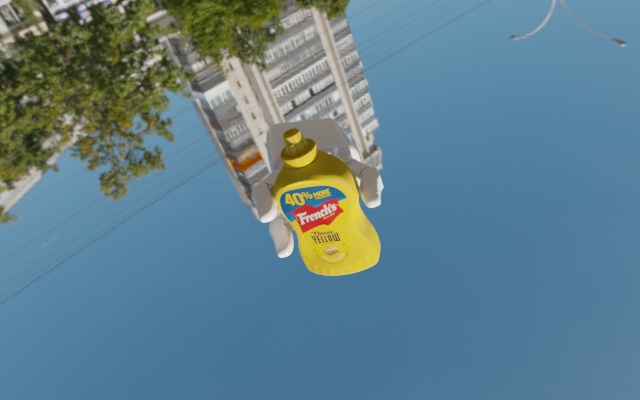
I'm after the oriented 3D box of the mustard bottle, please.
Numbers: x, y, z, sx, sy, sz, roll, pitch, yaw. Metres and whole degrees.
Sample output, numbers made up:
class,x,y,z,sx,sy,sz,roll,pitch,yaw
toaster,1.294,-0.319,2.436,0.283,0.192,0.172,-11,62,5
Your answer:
class,x,y,z,sx,sy,sz,roll,pitch,yaw
mustard bottle,0.000,0.002,0.551,0.096,0.192,0.058,-8,36,21
